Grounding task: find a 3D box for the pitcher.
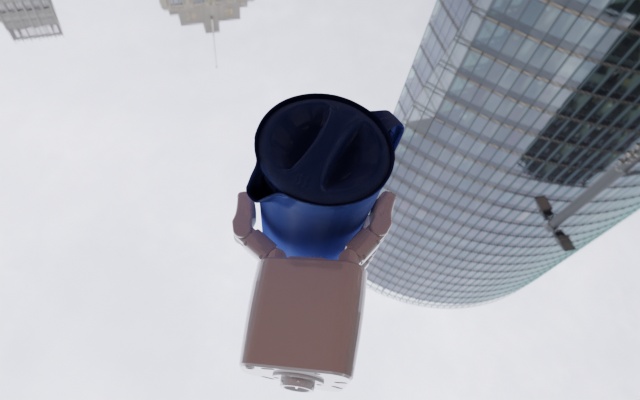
[{"bbox_3d":[0.000,0.002,0.548,0.149,0.145,0.243,10,-31,-2],"label":"pitcher"}]
